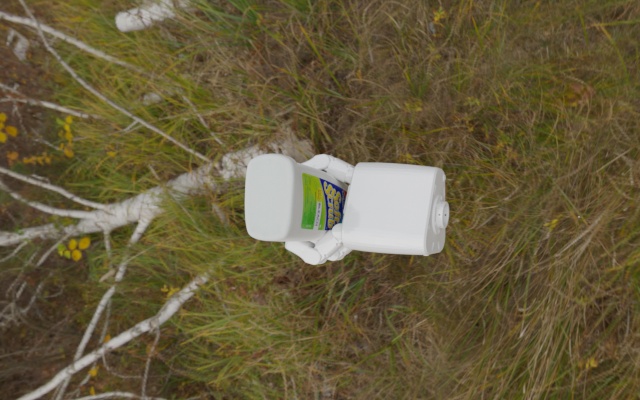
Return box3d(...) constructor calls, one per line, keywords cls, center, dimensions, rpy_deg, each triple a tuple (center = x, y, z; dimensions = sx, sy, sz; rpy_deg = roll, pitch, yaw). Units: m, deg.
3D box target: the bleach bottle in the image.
box3d(cls="bleach bottle", center=(0.000, 0.002, 0.642), dimensions=(0.068, 0.102, 0.251), rpy_deg=(2, -1, 29))
